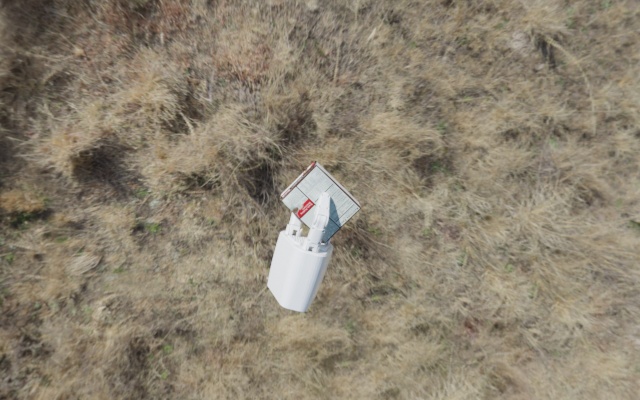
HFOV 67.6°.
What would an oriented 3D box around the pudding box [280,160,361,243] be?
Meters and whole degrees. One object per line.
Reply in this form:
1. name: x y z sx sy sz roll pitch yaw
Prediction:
1. pudding box: 0.000 0.003 0.815 0.113 0.090 0.039 44 7 -13
